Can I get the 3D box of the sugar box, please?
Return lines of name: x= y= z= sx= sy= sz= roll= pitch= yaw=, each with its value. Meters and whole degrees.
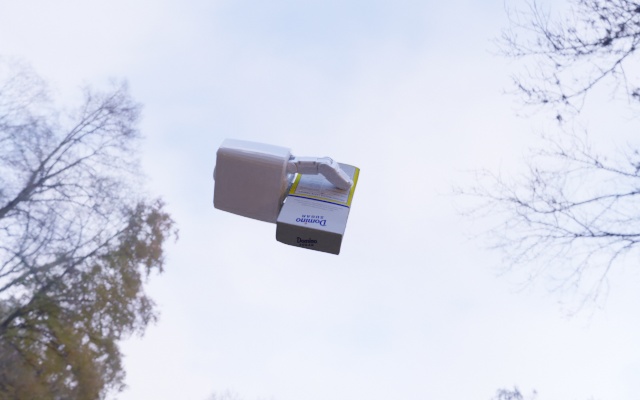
sugar box: x=0.000 y=0.003 z=0.708 sx=0.093 sy=0.048 sz=0.176 roll=12 pitch=39 yaw=6
